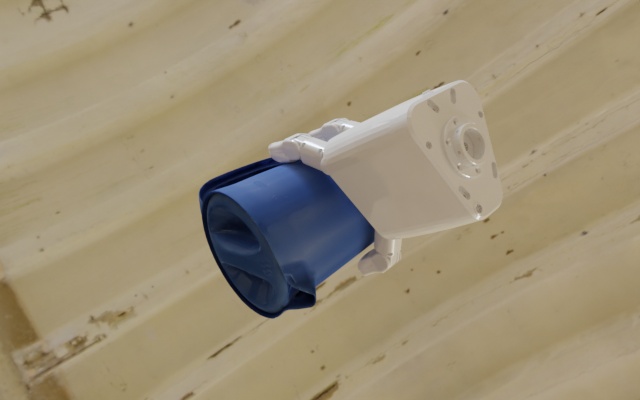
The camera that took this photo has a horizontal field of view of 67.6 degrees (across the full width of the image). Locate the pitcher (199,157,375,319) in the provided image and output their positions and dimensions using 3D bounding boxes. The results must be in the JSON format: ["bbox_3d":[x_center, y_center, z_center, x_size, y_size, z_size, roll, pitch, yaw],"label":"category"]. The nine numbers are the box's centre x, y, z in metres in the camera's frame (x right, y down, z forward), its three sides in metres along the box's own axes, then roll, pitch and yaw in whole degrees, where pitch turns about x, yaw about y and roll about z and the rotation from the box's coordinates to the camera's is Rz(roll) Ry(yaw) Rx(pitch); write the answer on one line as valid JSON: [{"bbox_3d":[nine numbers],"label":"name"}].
[{"bbox_3d":[0.000,0.002,0.517,0.242,0.149,0.145,-29,4,-34],"label":"pitcher"}]
